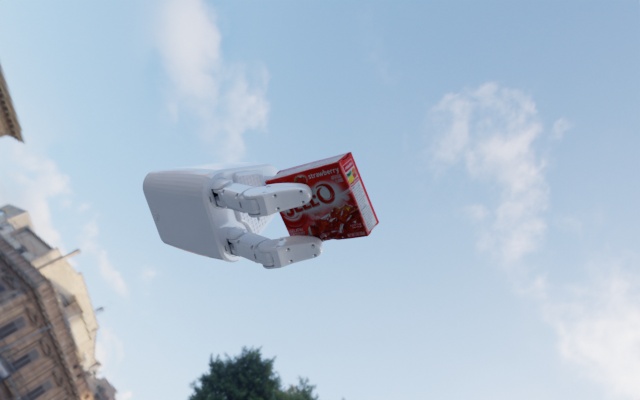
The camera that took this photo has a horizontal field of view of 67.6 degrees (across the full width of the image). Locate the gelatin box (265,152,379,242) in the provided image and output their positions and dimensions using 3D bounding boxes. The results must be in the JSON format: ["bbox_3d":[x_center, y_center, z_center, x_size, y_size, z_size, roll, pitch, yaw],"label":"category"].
[{"bbox_3d":[0.001,0.001,0.444,0.089,0.073,0.030,-12,19,35],"label":"gelatin box"}]
